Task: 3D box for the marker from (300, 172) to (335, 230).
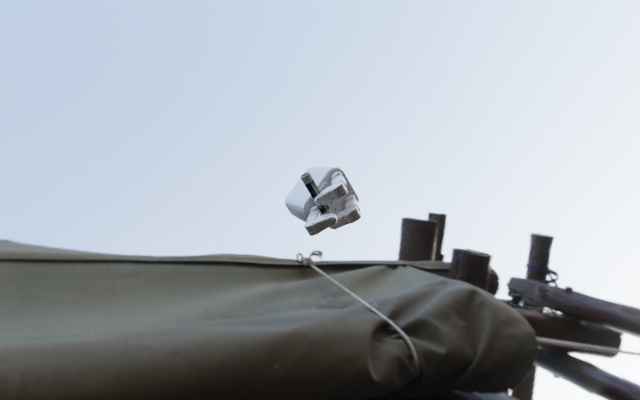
[{"bbox_3d":[0.000,0.003,0.866,0.020,0.121,0.020,-26,22,11],"label":"marker"}]
